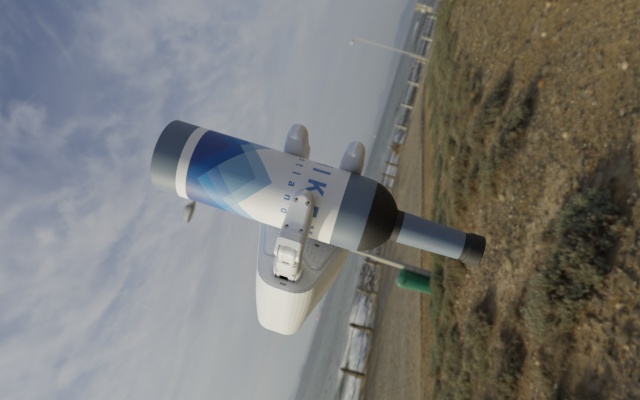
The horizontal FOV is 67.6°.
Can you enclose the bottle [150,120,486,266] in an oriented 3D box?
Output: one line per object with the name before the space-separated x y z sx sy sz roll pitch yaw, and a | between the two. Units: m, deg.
bottle | 0.000 0.001 0.429 0.295 0.069 0.069 17 1 4
